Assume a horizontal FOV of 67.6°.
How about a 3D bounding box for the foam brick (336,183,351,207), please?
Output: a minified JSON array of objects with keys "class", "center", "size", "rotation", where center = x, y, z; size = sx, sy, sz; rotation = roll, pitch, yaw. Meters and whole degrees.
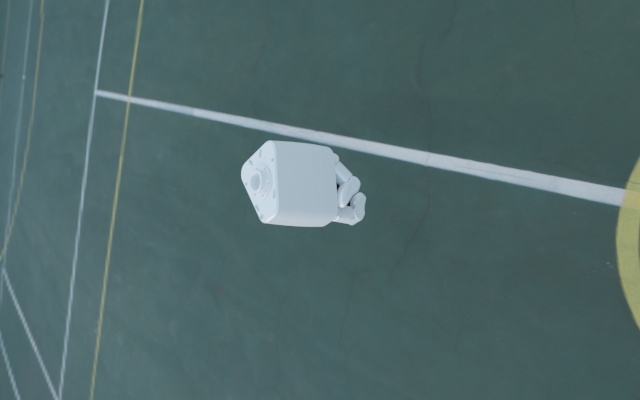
[{"class":"foam brick","center":[0.000,0.003,0.760],"size":[0.051,0.053,0.078],"rotation":[3,-28,-40]}]
